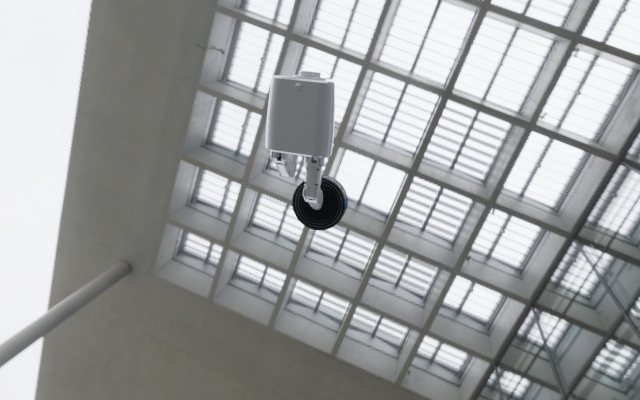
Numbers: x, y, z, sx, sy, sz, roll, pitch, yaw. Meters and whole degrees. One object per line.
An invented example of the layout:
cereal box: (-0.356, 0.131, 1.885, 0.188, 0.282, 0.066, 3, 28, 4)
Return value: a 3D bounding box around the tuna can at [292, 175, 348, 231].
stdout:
tuna can: (0.000, 0.002, 0.761, 0.086, 0.086, 0.033, 0, 12, 13)
